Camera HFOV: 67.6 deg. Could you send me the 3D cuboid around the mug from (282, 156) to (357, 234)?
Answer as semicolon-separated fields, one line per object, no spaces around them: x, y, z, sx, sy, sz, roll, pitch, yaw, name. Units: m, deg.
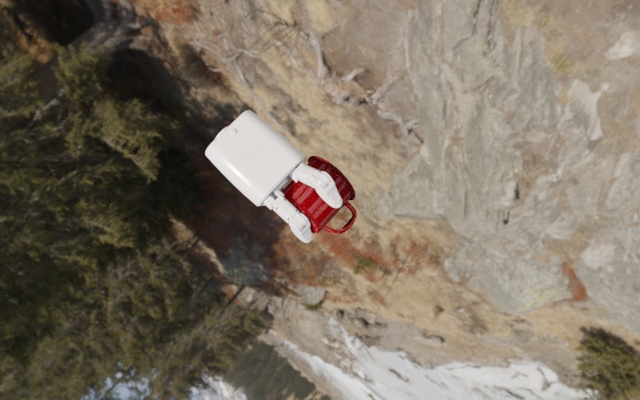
0.001;0.003;0.712;0.117;0.081;0.093;42;-17;1;mug
